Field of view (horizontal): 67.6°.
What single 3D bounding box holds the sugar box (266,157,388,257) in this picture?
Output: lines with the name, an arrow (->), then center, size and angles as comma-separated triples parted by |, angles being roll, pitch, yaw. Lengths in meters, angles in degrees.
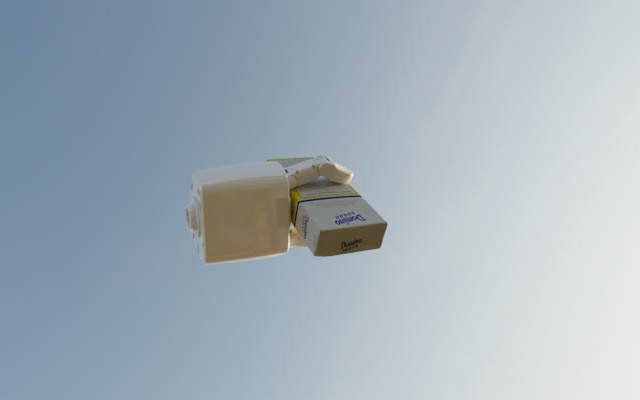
sugar box -> 0.000, 0.002, 0.616 | 0.093, 0.048, 0.176 | -5, 35, -26
